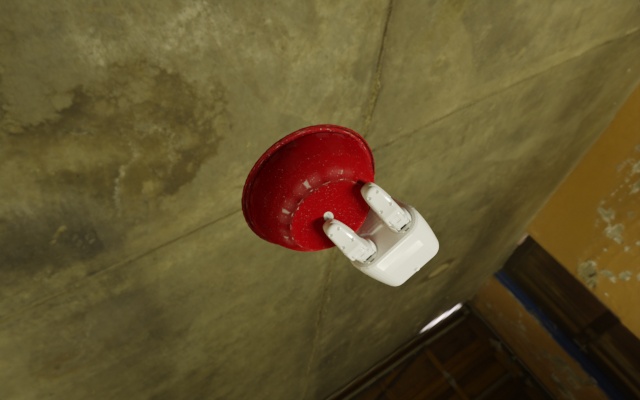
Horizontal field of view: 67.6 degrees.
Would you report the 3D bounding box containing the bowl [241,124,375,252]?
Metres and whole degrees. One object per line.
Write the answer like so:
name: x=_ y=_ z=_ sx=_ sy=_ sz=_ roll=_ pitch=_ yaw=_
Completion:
bowl: x=-0.001 y=0.002 z=0.515 sx=0.162 sy=0.162 sz=0.055 roll=0 pitch=34 yaw=-30
